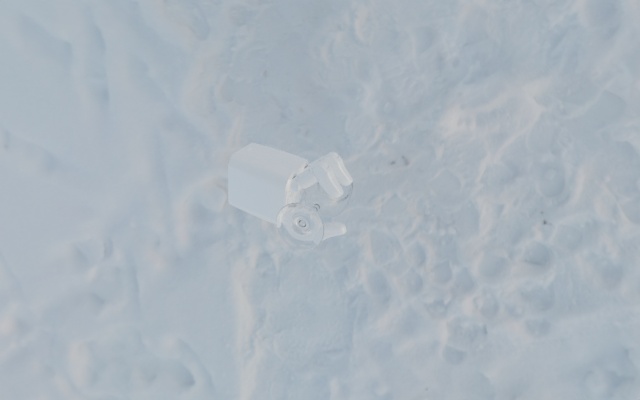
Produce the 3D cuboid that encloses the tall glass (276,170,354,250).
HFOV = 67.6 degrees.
[{"bbox_3d":[0.000,0.003,0.773,0.079,0.079,0.201,0,21,19],"label":"tall glass"}]
